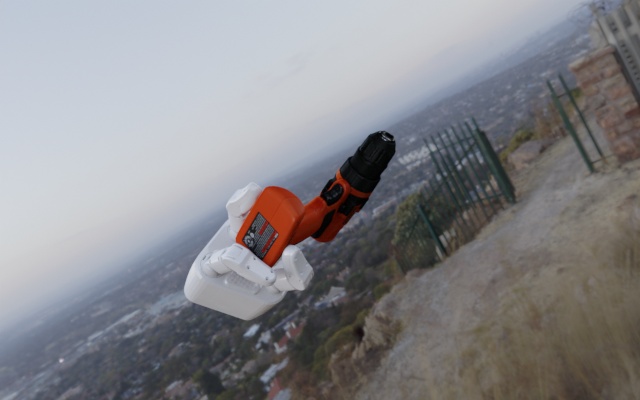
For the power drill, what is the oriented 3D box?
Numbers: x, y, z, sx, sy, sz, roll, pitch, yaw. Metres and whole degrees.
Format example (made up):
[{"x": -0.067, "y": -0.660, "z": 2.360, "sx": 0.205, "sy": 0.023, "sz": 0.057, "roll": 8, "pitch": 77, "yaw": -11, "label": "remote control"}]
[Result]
[{"x": 0.000, "y": 0.002, "z": 0.567, "sx": 0.057, "sy": 0.184, "sz": 0.187, "roll": 45, "pitch": 36, "yaw": 18, "label": "power drill"}]
